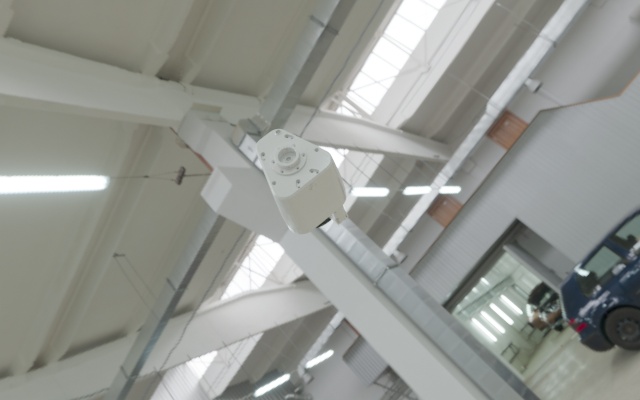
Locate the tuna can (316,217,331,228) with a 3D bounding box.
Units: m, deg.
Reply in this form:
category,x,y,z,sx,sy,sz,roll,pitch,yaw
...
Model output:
category,x,y,z,sx,sy,sz,roll,pitch,yaw
tuna can,0.000,0.002,0.799,0.033,0.086,0.086,42,24,30
